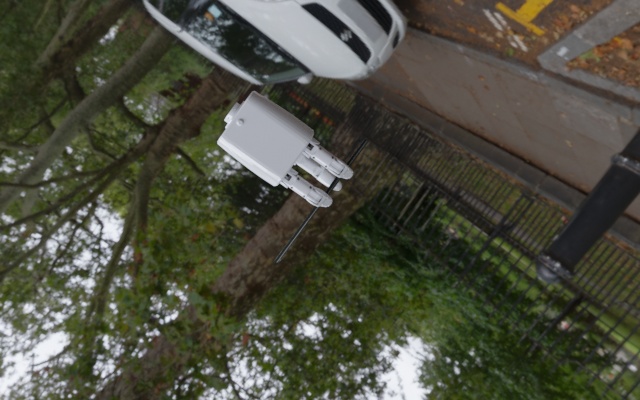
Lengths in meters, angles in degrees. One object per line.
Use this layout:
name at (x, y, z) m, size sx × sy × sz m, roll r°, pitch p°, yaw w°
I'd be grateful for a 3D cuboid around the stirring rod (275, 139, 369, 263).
stirring rod at (0.000, 0.002, 0.753) m, size 0.011 × 0.239 × 0.011 m, roll 36°, pitch 8°, yaw -6°
